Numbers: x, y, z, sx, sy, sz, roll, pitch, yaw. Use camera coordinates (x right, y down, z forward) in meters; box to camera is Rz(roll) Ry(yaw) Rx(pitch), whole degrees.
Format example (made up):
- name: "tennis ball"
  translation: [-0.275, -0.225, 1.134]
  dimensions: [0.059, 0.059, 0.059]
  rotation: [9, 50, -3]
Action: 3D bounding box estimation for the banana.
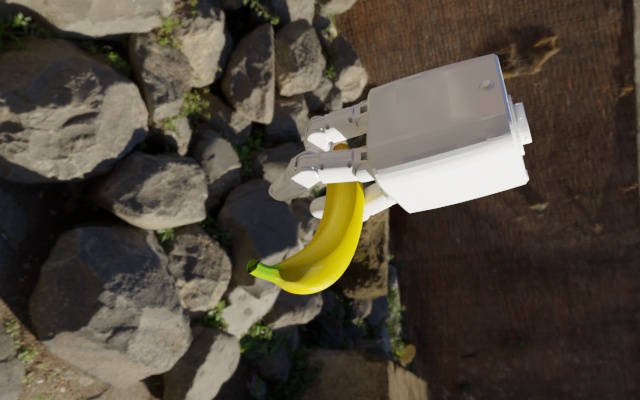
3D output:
- name: "banana"
  translation: [0.008, 0.018, 0.418]
  dimensions: [0.037, 0.070, 0.197]
  rotation: [-18, 24, 32]
